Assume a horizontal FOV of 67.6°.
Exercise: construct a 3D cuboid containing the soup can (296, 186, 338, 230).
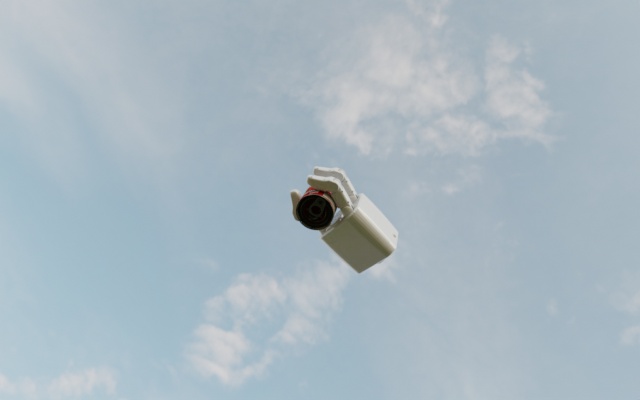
[{"bbox_3d":[0.000,0.002,0.874,0.068,0.068,0.102,0,21,13],"label":"soup can"}]
